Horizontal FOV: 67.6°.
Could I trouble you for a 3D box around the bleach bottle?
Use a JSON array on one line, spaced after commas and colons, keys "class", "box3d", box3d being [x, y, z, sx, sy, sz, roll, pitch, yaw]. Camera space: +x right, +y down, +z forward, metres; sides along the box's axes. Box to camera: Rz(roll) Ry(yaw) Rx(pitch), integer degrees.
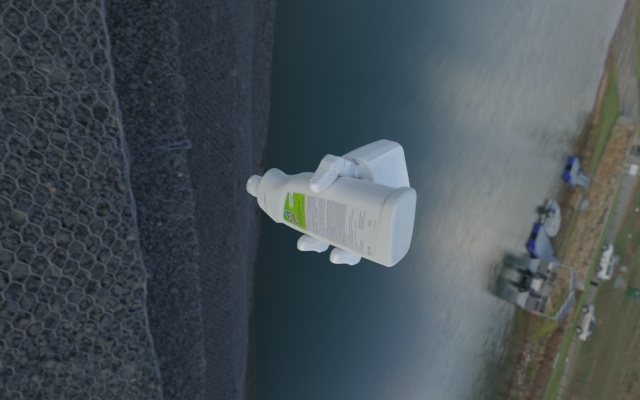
[{"class": "bleach bottle", "box3d": [0.000, 0.002, 0.647, 0.251, 0.103, 0.068, 19, 31, 31]}]
